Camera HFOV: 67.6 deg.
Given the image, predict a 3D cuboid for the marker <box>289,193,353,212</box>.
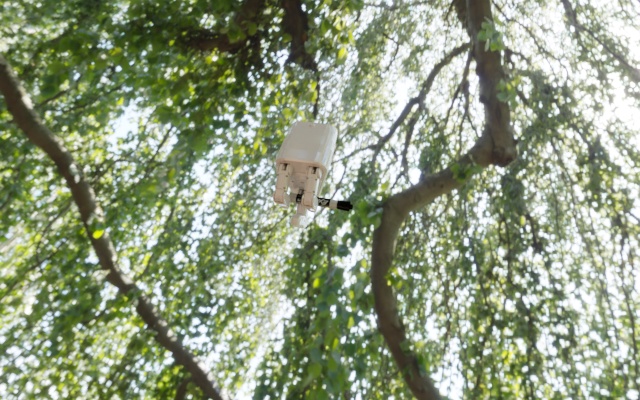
[{"bbox_3d":[0.000,0.003,0.884,0.121,0.020,0.020,8,2,11],"label":"marker"}]
